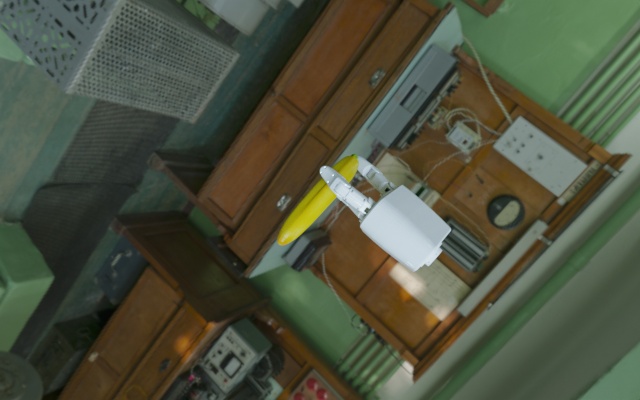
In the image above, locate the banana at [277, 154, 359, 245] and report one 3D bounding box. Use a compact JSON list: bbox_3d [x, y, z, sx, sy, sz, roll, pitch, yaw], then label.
[{"bbox_3d":[0.002,-0.004,0.757,0.037,0.198,0.070,41,-9,10],"label":"banana"}]
